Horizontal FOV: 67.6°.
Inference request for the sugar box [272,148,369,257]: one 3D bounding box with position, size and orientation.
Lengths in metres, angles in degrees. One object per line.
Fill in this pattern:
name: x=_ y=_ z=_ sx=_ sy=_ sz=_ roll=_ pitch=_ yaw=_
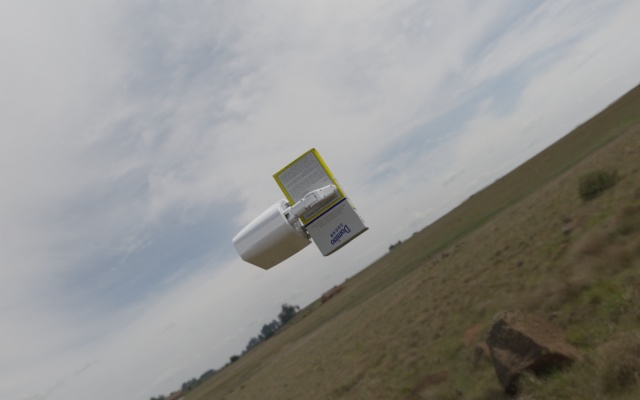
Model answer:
sugar box: x=0.000 y=0.003 z=0.855 sx=0.093 sy=0.176 sz=0.048 roll=-34 pitch=-11 yaw=9
